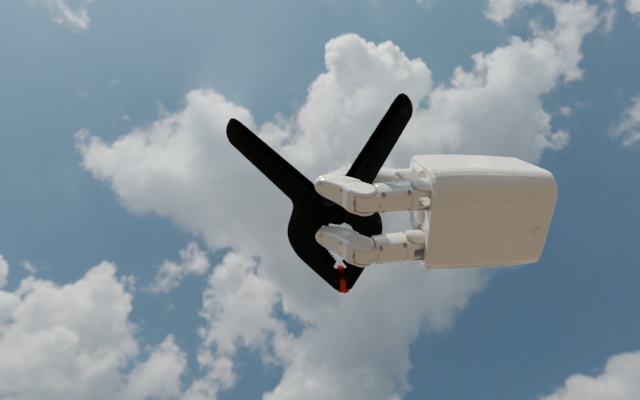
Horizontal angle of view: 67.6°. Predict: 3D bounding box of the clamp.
[{"bbox_3d":[0.000,0.002,0.464,0.164,0.210,0.036,-1,30,-1],"label":"clamp"}]
